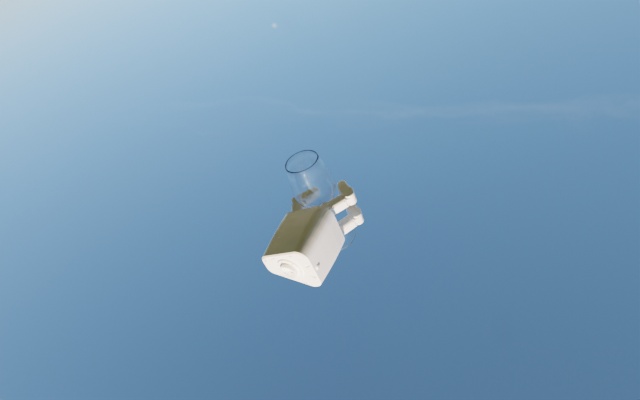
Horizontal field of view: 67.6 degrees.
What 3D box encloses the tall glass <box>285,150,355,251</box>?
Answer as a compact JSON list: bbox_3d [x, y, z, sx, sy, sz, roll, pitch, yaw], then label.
[{"bbox_3d":[0.000,0.003,0.883,0.079,0.201,0.079,-15,39,12],"label":"tall glass"}]
